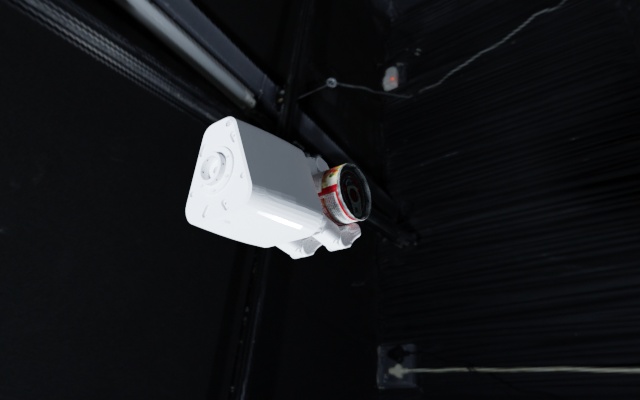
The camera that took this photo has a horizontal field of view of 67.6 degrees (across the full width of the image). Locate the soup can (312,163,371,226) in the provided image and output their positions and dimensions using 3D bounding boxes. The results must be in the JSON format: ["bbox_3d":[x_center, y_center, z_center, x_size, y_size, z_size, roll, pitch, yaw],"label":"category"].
[{"bbox_3d":[0.000,0.002,0.573,0.102,0.068,0.068,-17,-9,33],"label":"soup can"}]
